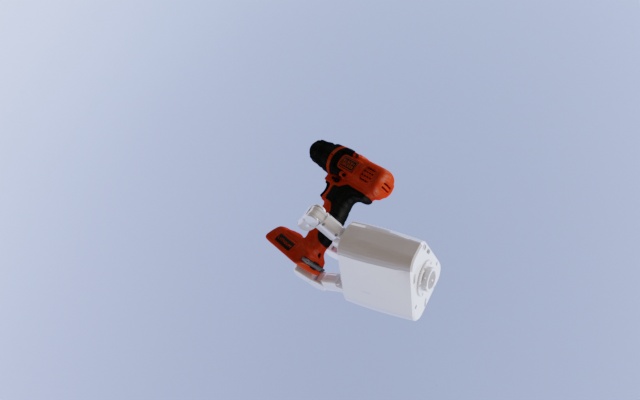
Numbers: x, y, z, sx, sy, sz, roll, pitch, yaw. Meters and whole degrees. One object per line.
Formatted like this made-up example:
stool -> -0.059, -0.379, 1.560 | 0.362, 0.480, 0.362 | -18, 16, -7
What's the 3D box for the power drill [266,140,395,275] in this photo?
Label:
power drill -> 0.000, 0.003, 0.717 | 0.057, 0.187, 0.184 | 35, -1, -40
